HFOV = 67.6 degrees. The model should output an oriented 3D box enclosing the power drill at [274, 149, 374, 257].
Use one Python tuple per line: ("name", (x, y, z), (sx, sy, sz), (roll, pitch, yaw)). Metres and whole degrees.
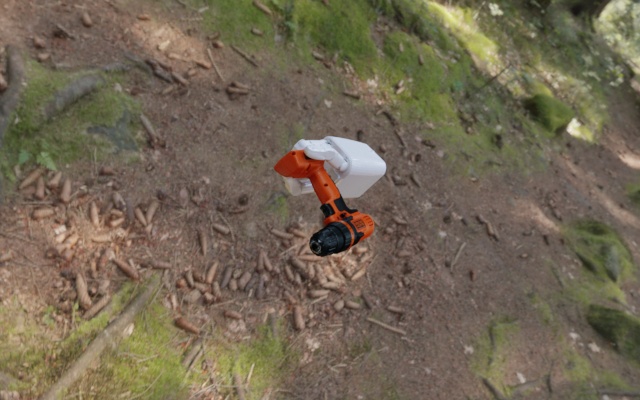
("power drill", (0.000, 0.002, 0.811), (0.057, 0.187, 0.184), (-37, -11, 27))
